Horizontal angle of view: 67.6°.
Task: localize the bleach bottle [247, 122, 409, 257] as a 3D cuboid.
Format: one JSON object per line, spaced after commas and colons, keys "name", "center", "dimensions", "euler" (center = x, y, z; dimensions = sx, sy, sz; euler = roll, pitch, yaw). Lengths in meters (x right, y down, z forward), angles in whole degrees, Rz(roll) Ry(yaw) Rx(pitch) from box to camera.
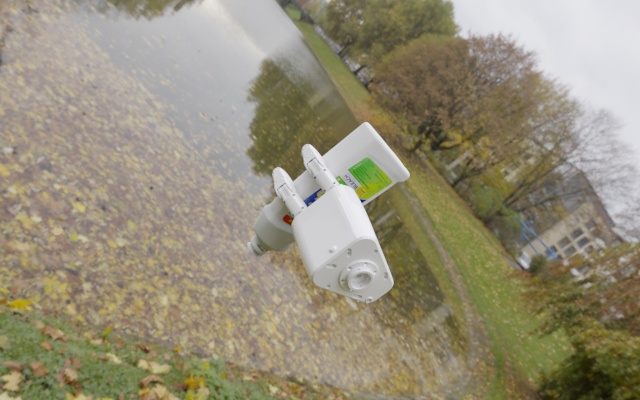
{"name": "bleach bottle", "center": [0.000, 0.002, 0.698], "dimensions": [0.103, 0.251, 0.068], "euler": [43, 15, -35]}
